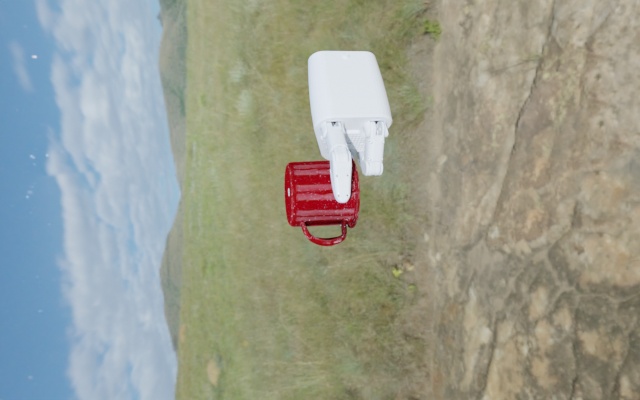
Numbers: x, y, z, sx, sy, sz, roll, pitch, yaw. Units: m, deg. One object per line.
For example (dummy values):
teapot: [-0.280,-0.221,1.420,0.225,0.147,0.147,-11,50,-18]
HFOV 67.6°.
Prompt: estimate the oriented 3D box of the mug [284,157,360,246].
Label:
mug: [0.000,0.003,0.596,0.081,0.117,0.093,-2,-24,-10]
